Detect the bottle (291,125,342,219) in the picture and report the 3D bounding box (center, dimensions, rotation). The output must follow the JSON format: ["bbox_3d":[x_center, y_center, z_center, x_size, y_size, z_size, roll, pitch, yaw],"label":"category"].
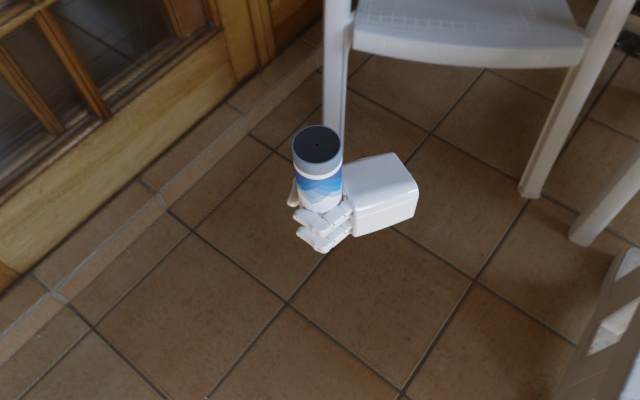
[{"bbox_3d":[0.000,0.002,0.749,0.069,0.069,0.296,0,-31,2],"label":"bottle"}]
